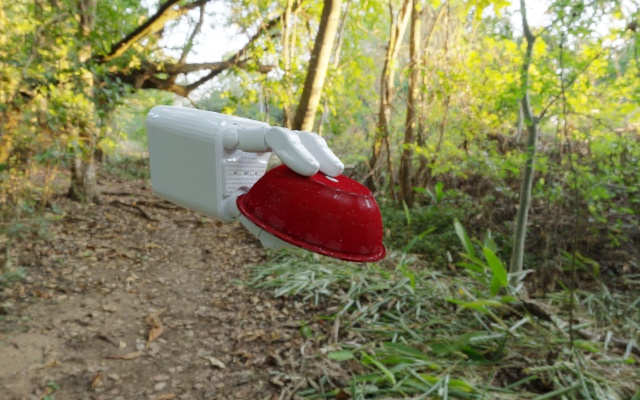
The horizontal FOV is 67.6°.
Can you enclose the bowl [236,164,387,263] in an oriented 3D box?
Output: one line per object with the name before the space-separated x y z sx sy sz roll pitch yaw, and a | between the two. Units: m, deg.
bowl | 0.001 0.002 0.482 0.162 0.055 0.162 20 13 -5
